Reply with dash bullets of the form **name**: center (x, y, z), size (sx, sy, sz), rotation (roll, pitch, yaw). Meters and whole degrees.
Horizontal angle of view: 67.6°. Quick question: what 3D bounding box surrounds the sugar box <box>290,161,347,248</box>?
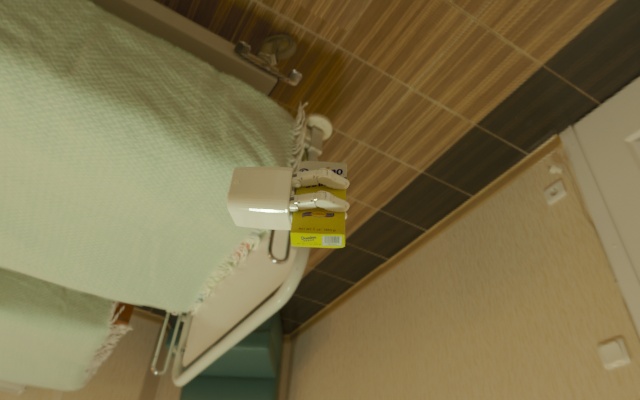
- **sugar box**: center (0.000, 0.003, 0.856), size (0.093, 0.176, 0.048), rotation (2, -40, 1)
